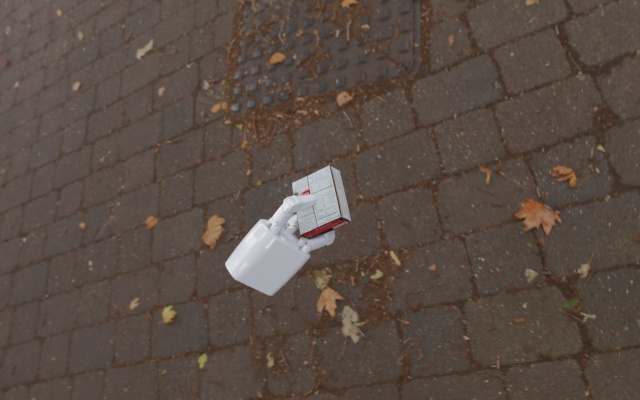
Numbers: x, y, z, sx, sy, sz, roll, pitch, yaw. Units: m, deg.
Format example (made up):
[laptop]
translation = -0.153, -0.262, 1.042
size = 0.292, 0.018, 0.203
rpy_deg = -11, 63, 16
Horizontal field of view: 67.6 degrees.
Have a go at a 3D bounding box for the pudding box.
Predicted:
[pudding box]
translation = 0.000, 0.003, 0.856
size = 0.090, 0.113, 0.039
rpy_deg = -24, -28, 24
